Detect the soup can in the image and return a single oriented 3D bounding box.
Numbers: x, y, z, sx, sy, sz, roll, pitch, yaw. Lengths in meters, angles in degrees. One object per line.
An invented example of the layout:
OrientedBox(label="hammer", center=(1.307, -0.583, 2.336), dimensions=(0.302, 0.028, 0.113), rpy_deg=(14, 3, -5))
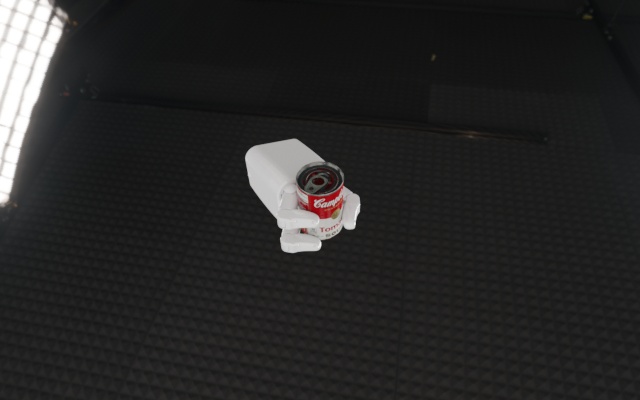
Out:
OrientedBox(label="soup can", center=(0.001, 0.003, 0.707), dimensions=(0.068, 0.068, 0.102), rpy_deg=(0, -43, 2))
